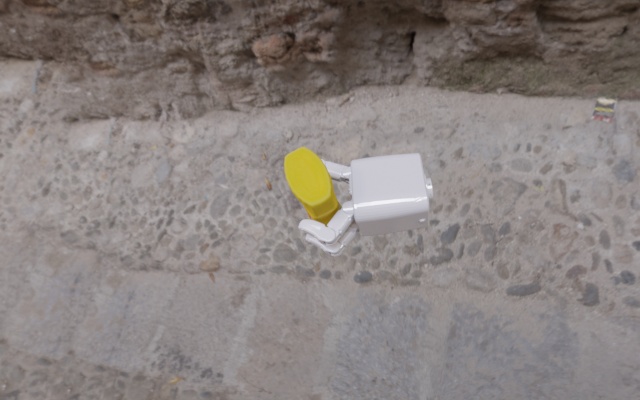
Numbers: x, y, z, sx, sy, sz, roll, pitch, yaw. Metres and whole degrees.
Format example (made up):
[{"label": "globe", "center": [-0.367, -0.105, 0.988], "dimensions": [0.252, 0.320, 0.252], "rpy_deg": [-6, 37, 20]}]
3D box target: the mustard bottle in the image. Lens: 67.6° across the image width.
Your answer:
[{"label": "mustard bottle", "center": [0.000, 0.002, 0.734], "dimensions": [0.058, 0.096, 0.192], "rpy_deg": [-29, -26, -1]}]
